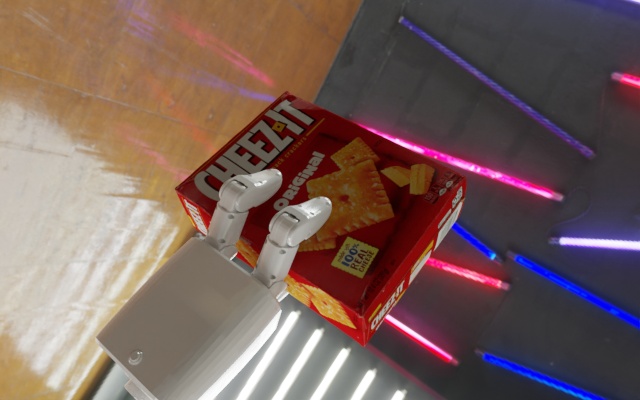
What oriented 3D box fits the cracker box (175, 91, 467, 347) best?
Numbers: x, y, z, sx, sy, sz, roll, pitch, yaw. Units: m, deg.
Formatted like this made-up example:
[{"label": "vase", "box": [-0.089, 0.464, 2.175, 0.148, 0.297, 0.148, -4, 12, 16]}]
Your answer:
[{"label": "cracker box", "box": [0.000, 0.002, 0.444, 0.213, 0.164, 0.072, 30, -28, 25]}]
